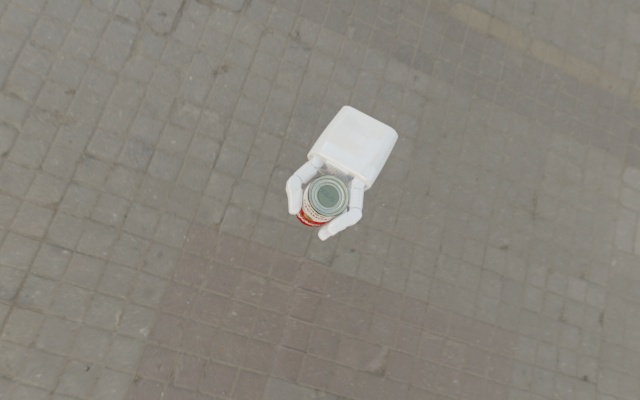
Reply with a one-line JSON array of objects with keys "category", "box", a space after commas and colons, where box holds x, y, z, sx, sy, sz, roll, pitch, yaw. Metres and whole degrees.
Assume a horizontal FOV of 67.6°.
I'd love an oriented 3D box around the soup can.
[{"category": "soup can", "box": [0.000, 0.003, 0.773, 0.068, 0.068, 0.102, 0, -12, -16]}]
